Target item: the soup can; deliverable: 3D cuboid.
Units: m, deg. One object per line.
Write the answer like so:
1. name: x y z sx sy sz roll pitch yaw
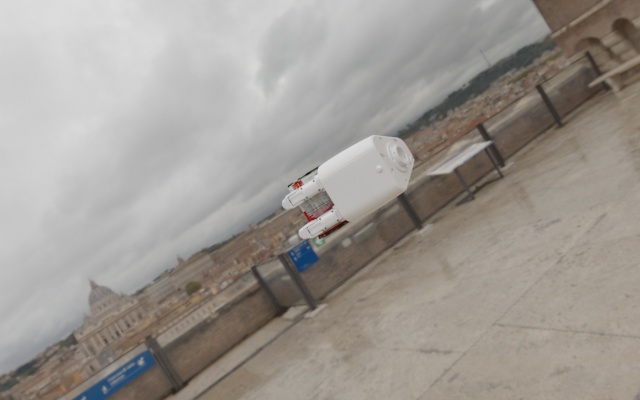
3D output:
1. soup can: 0.000 0.002 0.776 0.068 0.102 0.068 -32 1 1
